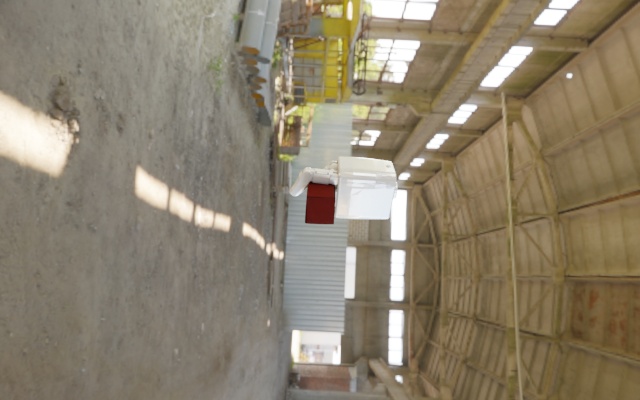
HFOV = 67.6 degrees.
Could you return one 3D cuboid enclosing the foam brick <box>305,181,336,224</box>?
[{"bbox_3d":[0.000,0.003,0.856,0.051,0.053,0.078,4,25,-1],"label":"foam brick"}]
